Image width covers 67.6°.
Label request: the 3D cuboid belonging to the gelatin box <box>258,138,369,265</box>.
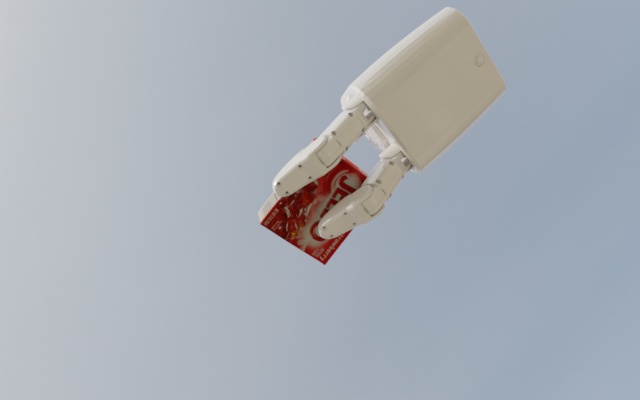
[{"bbox_3d":[0.000,0.001,0.421,0.073,0.089,0.030,35,9,-21],"label":"gelatin box"}]
